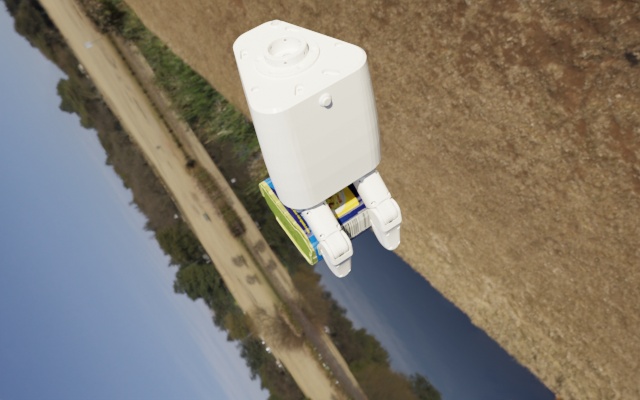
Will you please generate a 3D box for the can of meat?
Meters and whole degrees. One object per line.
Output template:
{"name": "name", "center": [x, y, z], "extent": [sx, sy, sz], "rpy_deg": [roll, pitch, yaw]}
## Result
{"name": "can of meat", "center": [0.000, 0.002, 0.470], "extent": [0.084, 0.102, 0.057], "rpy_deg": [-32, -34, -14]}
